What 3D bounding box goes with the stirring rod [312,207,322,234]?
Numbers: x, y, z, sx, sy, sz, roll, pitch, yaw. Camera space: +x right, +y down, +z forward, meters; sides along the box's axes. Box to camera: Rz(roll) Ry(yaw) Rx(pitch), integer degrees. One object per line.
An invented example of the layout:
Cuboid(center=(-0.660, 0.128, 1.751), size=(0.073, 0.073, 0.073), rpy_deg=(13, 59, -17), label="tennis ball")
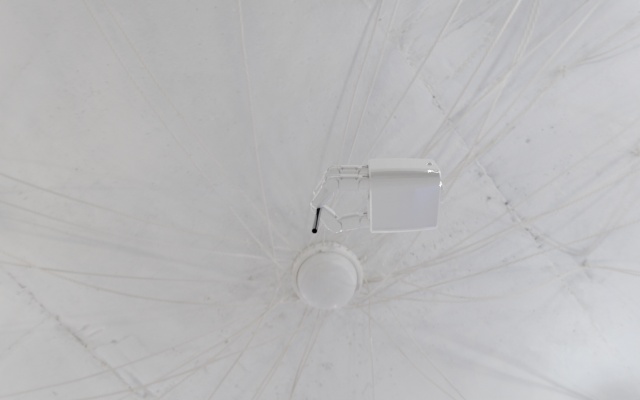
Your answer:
Cuboid(center=(0.000, 0.003, 0.768), size=(0.011, 0.011, 0.239), rpy_deg=(0, 19, 4), label="stirring rod")
